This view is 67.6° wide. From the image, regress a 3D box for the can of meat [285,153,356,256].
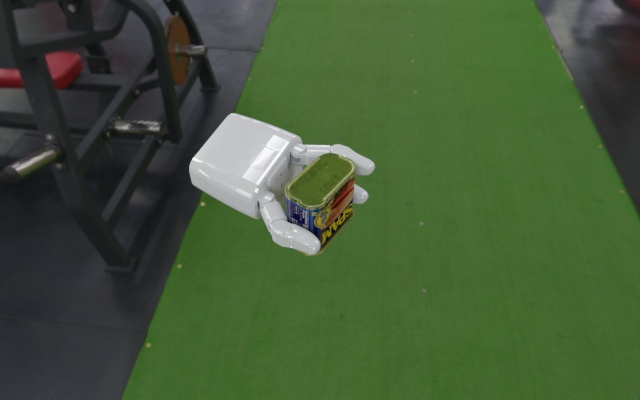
[{"bbox_3d":[0.000,0.002,0.580,0.057,0.084,0.102,27,51,23],"label":"can of meat"}]
